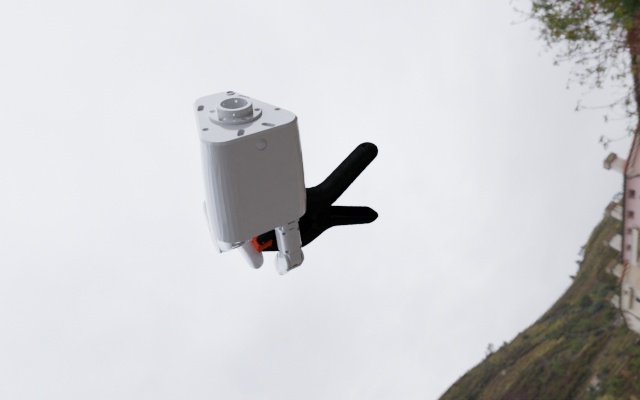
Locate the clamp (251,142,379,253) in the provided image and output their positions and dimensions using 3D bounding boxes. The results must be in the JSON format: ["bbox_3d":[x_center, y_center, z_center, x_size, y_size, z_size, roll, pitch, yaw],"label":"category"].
[{"bbox_3d":[0.000,0.002,0.538,0.171,0.120,0.039,-22,40,-27],"label":"clamp"}]
